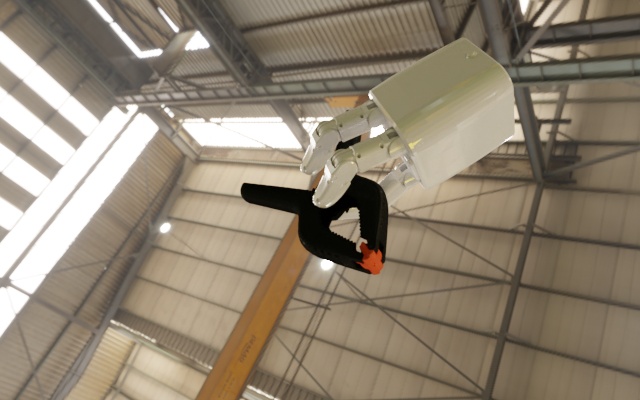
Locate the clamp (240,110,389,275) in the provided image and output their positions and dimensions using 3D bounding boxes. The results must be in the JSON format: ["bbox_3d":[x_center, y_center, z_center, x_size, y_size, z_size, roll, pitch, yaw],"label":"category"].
[{"bbox_3d":[0.001,0.002,0.490,0.164,0.209,0.036,-31,-48,7],"label":"clamp"}]
